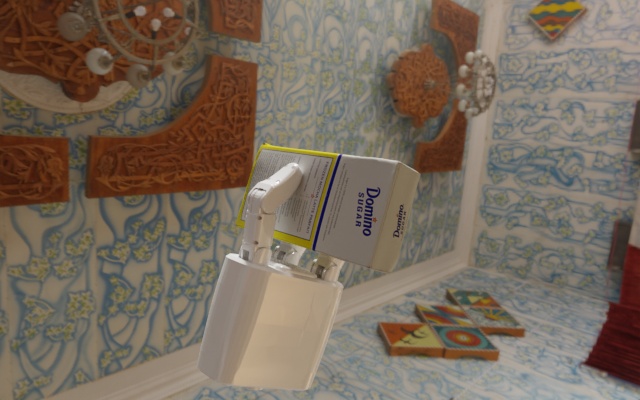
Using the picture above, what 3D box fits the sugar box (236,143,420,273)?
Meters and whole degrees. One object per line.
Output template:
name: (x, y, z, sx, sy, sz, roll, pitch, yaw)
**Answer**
sugar box: (0.000, 0.002, 0.454, 0.176, 0.093, 0.048, 14, -4, 39)
